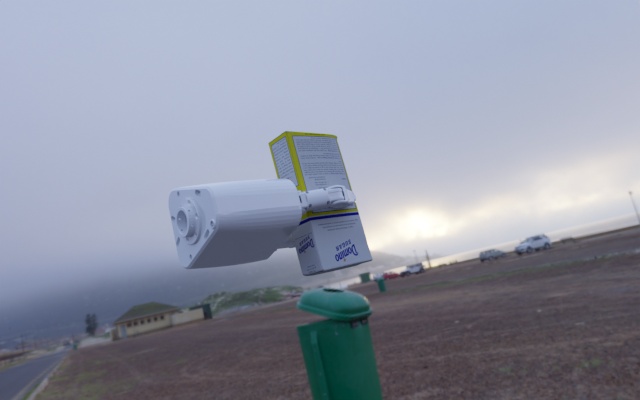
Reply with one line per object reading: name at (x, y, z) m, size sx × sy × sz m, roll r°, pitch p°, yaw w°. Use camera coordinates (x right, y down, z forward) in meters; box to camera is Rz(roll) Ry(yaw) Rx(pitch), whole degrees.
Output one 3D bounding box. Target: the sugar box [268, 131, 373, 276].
sugar box at (0.000, 0.002, 0.606) m, size 0.093 × 0.176 × 0.048 m, roll -4°, pitch -13°, yaw -44°
